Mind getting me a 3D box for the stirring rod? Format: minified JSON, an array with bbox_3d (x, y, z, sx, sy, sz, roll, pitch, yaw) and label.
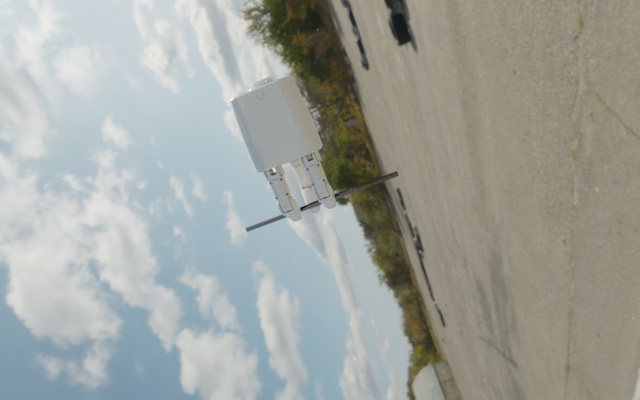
[{"bbox_3d":[0.000,0.002,0.706,0.239,0.011,0.011,-20,-3,7],"label":"stirring rod"}]
